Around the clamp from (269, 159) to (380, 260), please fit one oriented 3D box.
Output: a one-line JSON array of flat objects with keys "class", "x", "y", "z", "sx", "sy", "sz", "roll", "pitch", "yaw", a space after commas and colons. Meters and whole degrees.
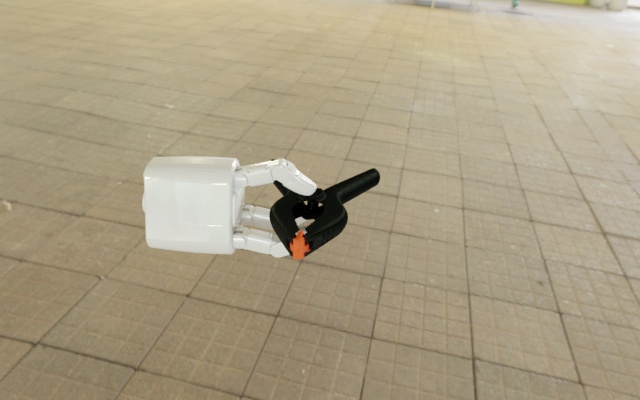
[{"class": "clamp", "x": 0.000, "y": 0.002, "z": 0.605, "sx": 0.164, "sy": 0.036, "sz": 0.209, "roll": 1, "pitch": 30, "yaw": 1}]
